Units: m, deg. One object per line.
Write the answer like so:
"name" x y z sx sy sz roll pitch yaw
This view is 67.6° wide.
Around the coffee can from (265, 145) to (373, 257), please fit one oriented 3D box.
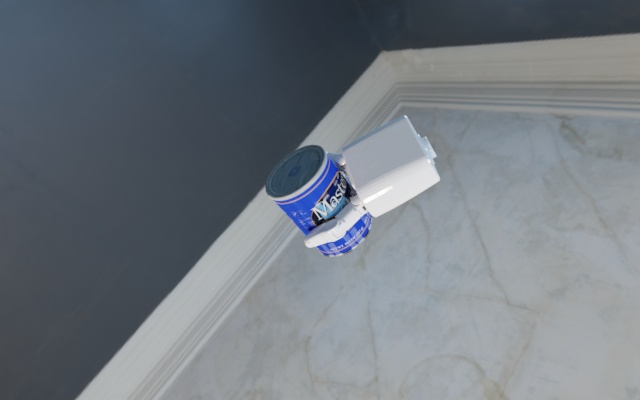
"coffee can" 0.000 0.002 0.710 0.103 0.102 0.140 0 -40 44
